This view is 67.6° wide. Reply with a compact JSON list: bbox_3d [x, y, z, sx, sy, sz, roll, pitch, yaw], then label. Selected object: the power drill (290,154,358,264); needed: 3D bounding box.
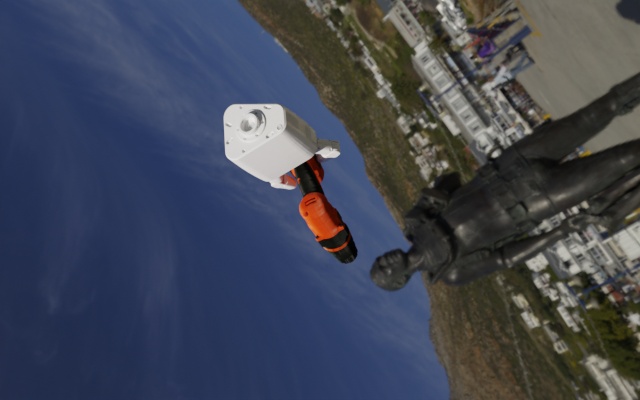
[{"bbox_3d":[0.000,0.002,0.813,0.057,0.187,0.184,-27,-40,4],"label":"power drill"}]
